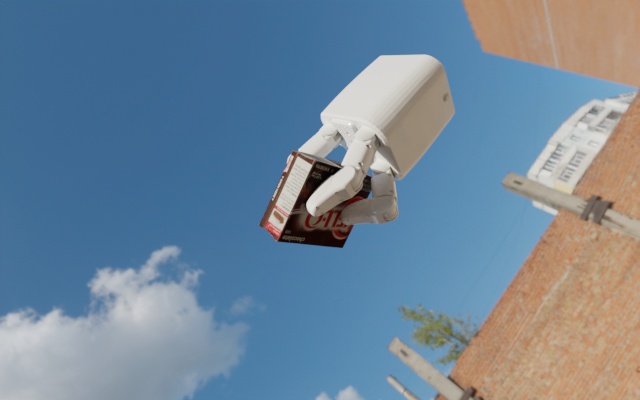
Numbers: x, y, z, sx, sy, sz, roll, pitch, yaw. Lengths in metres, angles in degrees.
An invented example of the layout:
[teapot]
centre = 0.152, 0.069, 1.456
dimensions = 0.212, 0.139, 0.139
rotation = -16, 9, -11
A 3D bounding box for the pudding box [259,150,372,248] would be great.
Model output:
[pudding box]
centre = 0.000, 0.002, 0.508
dimensions = 0.113, 0.090, 0.039
rotation = 12, 16, -48
